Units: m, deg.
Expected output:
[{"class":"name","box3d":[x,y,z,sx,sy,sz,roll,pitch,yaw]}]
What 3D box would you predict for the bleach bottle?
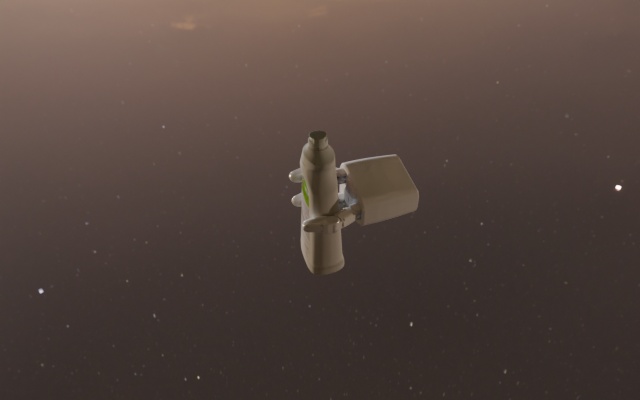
[{"class":"bleach bottle","box3d":[0.000,0.003,0.807,0.068,0.251,0.102,-12,39,-14]}]
